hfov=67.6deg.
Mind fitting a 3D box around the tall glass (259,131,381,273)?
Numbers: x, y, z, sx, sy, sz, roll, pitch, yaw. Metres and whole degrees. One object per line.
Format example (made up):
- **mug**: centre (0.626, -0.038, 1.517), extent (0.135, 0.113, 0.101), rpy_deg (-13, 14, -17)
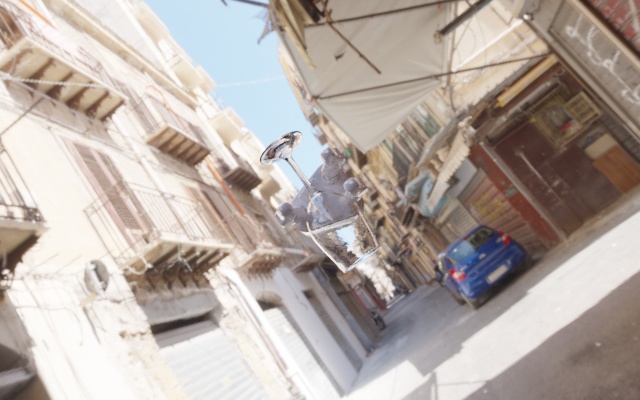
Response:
- **tall glass**: centre (0.000, 0.002, 0.669), extent (0.079, 0.201, 0.079), rpy_deg (-34, -13, -9)
